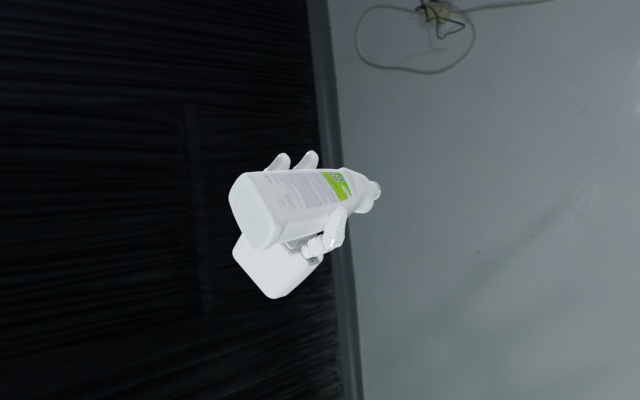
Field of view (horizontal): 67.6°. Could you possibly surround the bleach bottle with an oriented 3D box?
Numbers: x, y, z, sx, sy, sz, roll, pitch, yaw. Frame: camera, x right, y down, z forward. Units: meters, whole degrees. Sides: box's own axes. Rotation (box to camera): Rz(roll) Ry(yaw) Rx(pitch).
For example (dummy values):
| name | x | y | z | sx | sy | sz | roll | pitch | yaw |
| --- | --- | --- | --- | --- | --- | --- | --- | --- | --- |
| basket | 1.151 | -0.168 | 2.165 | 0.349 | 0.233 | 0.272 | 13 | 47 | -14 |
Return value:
| name | x | y | z | sx | sy | sz | roll | pitch | yaw |
| --- | --- | --- | --- | --- | --- | --- | --- | --- | --- |
| bleach bottle | 0.000 | 0.002 | 0.680 | 0.251 | 0.102 | 0.068 | -7 | -31 | -43 |
